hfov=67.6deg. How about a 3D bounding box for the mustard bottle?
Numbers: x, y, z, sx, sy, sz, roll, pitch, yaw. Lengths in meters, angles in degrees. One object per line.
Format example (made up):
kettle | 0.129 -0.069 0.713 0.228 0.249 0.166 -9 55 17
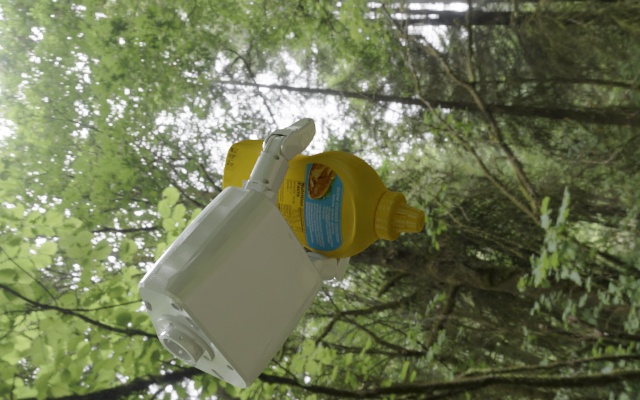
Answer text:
mustard bottle | 0.000 0.001 0.433 0.191 0.096 0.058 11 20 30
